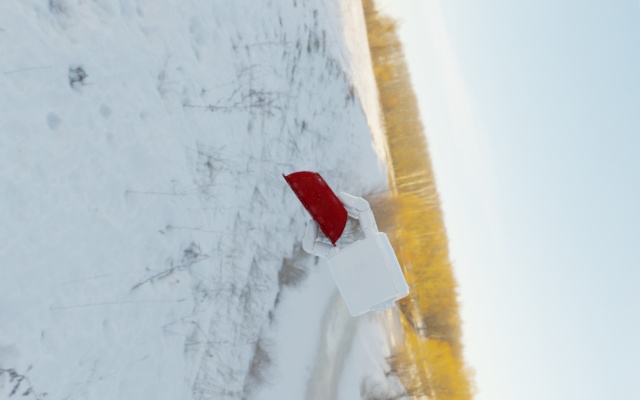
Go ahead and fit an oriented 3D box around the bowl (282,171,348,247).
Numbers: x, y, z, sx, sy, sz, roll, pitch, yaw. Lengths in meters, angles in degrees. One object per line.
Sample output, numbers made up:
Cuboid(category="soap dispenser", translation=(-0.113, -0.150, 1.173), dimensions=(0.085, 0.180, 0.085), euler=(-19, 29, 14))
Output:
Cuboid(category="bowl", translation=(0.000, 0.001, 0.845), dimensions=(0.055, 0.162, 0.162), euler=(-37, 0, 0))
